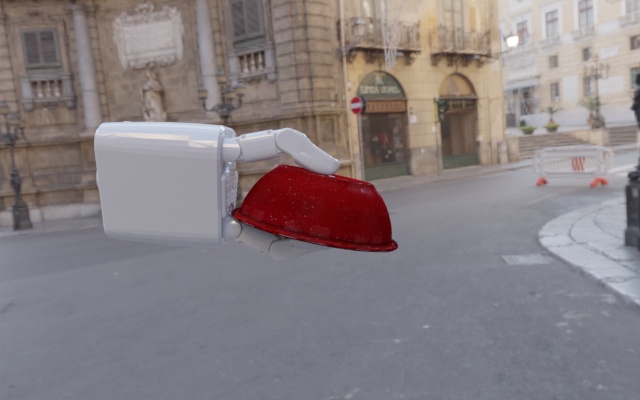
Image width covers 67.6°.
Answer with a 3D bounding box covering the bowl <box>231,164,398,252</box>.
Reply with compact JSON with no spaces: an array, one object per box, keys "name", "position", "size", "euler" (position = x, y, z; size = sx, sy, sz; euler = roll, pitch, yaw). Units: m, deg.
[{"name":"bowl","position":[0.001,0.001,0.455],"size":[0.162,0.055,0.162],"euler":[12,5,-1]}]
